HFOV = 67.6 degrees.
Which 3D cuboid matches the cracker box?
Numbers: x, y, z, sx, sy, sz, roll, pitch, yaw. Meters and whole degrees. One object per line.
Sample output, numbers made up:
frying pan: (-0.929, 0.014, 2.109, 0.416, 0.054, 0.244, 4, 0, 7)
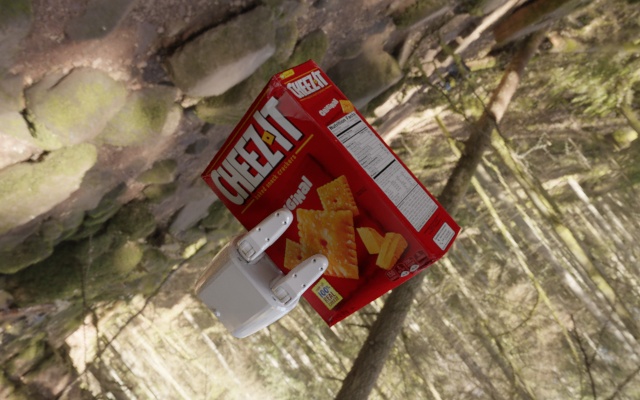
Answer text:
cracker box: (0.000, 0.002, 0.470, 0.164, 0.213, 0.072, -42, -2, 41)
